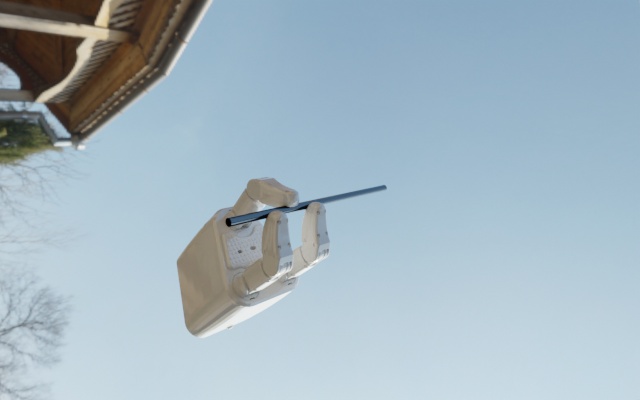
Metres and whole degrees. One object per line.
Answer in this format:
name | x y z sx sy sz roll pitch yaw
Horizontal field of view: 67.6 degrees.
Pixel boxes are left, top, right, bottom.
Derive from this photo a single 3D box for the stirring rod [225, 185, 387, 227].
stirring rod | 0.000 0.002 0.491 0.011 0.011 0.239 0 8 41
